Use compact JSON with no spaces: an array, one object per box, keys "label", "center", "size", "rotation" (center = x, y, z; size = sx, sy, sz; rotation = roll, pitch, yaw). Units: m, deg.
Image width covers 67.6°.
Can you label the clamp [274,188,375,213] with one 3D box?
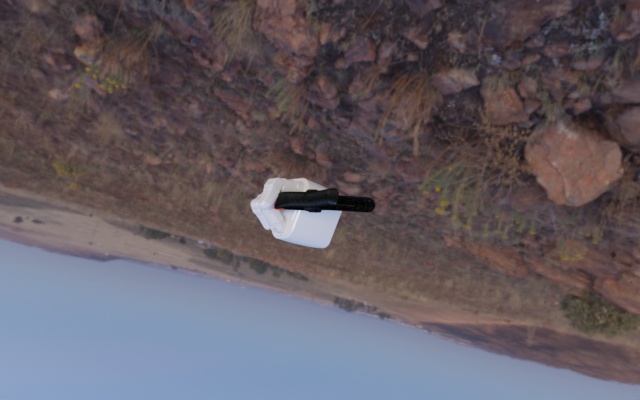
[{"label":"clamp","center":[0.000,0.003,0.776],"size":[0.171,0.039,0.120],"rotation":[1,-13,45]}]
